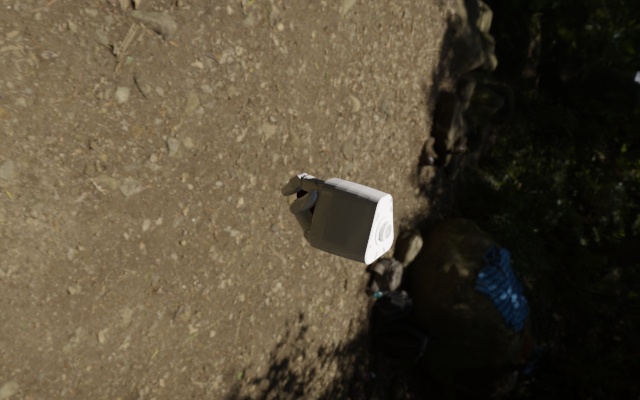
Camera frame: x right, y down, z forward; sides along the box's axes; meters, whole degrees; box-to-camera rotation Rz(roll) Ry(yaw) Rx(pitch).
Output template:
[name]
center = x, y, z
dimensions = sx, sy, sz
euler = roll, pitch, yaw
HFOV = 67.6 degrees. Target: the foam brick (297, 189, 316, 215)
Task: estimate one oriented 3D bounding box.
[foam brick]
center = 0.000, 0.003, 0.841
dimensions = 0.051, 0.053, 0.078
euler = 15, 24, 31
